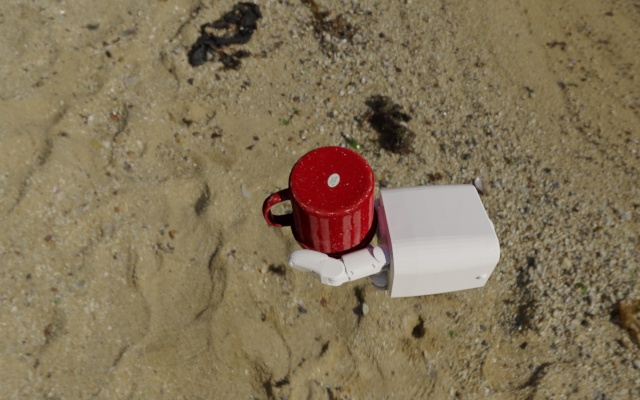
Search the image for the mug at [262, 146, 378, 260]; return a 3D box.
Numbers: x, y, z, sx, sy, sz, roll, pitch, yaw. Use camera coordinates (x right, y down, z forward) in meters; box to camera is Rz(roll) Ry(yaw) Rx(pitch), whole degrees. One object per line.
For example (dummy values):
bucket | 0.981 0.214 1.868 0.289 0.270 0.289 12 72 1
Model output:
mug | -0.001 0.002 0.474 0.117 0.093 0.082 -7 -32 0
